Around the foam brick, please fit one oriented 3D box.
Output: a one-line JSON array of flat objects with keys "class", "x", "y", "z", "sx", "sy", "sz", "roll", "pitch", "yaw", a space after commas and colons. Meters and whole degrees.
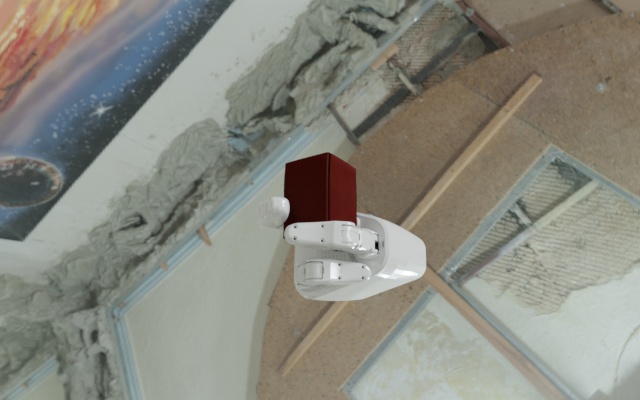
[{"class": "foam brick", "x": 0.000, "y": 0.001, "z": 0.459, "sx": 0.053, "sy": 0.078, "sz": 0.051, "roll": -9, "pitch": -17, "yaw": 34}]
